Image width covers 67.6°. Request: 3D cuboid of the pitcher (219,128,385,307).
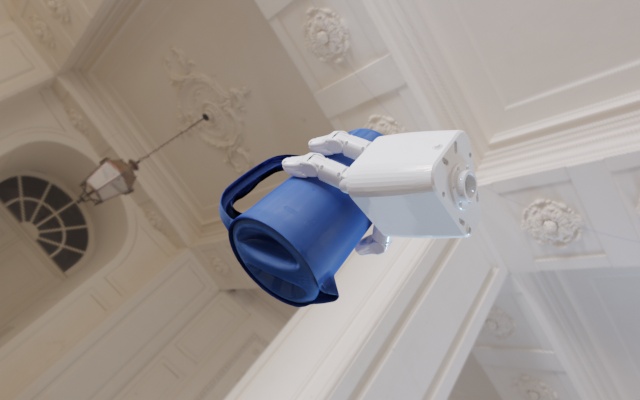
[{"bbox_3d":[0.000,0.002,0.616,0.145,0.149,0.242,-1,34,44],"label":"pitcher"}]
